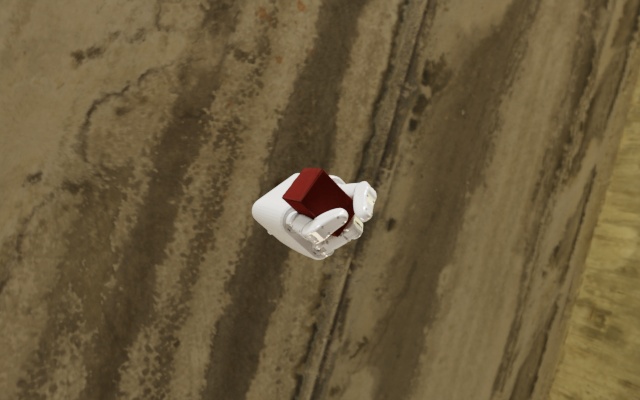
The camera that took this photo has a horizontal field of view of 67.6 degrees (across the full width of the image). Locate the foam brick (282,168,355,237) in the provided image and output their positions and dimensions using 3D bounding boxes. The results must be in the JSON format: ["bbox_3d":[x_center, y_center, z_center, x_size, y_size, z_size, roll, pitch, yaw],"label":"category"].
[{"bbox_3d":[0.000,0.002,0.613,0.078,0.053,0.051,45,-16,-29],"label":"foam brick"}]
